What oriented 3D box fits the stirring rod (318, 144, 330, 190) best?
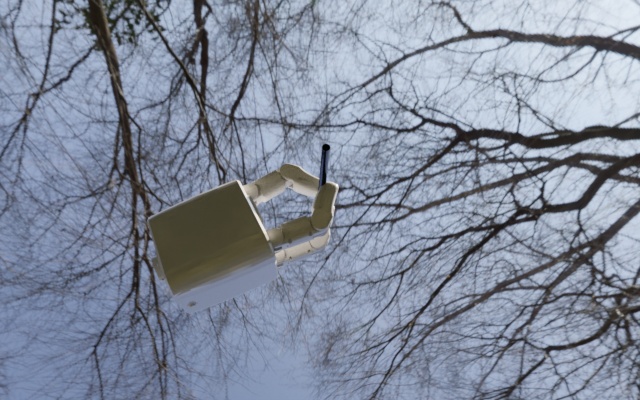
[{"bbox_3d":[0.000,0.002,0.555,0.011,0.011,0.240,0,-25,-3],"label":"stirring rod"}]
